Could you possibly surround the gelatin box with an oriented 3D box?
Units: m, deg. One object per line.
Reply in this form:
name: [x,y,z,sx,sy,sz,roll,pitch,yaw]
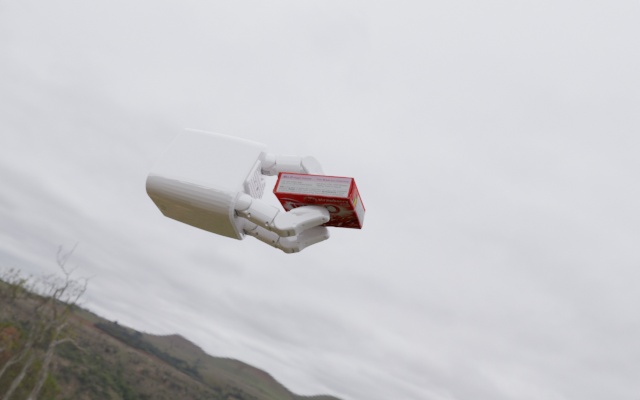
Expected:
gelatin box: [0.001,0.001,0.534,0.089,0.030,0.073,5,-28,18]
